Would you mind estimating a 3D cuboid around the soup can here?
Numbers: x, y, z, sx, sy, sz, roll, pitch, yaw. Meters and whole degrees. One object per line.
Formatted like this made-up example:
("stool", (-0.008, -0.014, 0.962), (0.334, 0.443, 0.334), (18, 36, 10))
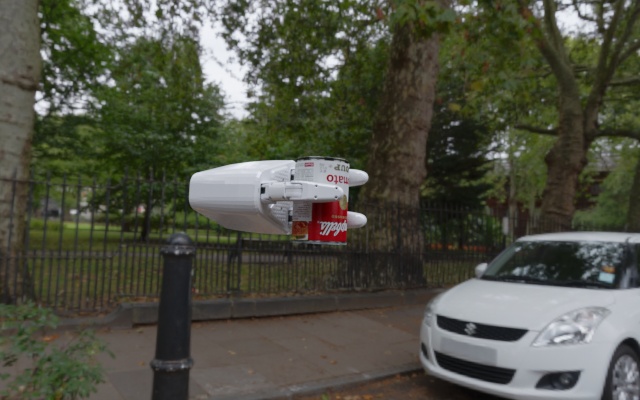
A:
("soup can", (0.000, 0.002, 0.582), (0.068, 0.102, 0.068), (3, -4, 0))
